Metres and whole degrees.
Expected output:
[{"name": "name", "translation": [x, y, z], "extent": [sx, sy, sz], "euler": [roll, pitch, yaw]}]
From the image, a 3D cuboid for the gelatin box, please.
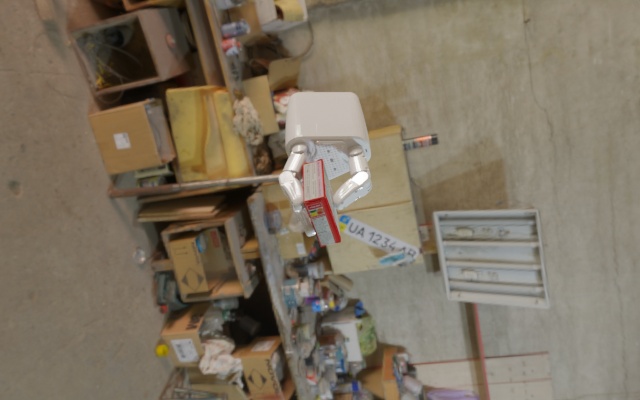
[{"name": "gelatin box", "translation": [0.001, 0.002, 0.599], "extent": [0.030, 0.073, 0.089], "euler": [-14, 36, 6]}]
